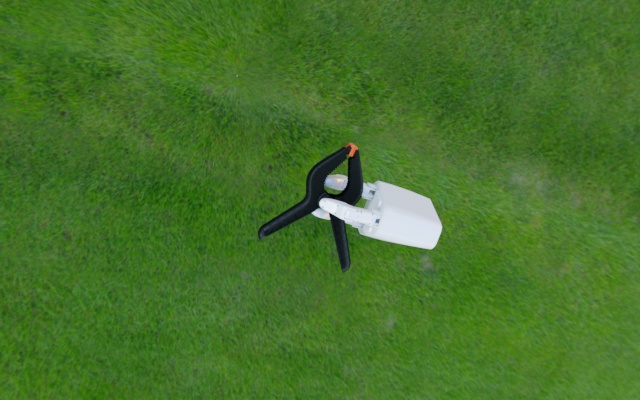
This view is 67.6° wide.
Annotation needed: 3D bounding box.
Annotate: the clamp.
[{"bbox_3d":[0.001,0.002,0.775,0.164,0.210,0.036,16,11,-11],"label":"clamp"}]
